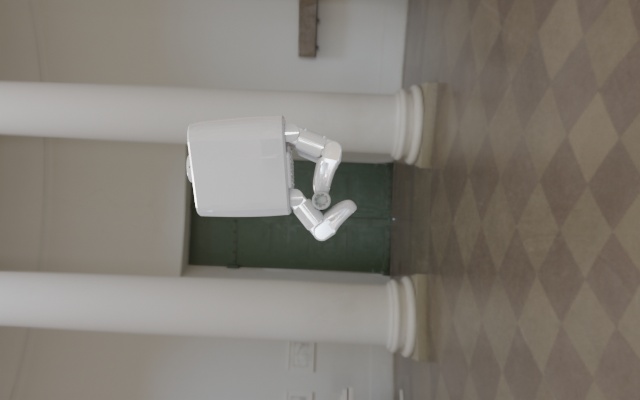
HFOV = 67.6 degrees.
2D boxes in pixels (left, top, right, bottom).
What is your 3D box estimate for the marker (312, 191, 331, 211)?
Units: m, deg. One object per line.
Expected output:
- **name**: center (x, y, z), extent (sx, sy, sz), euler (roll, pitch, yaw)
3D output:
- **marker**: center (0.000, 0.002, 0.536), extent (0.020, 0.020, 0.121), euler (0, -2, -1)
